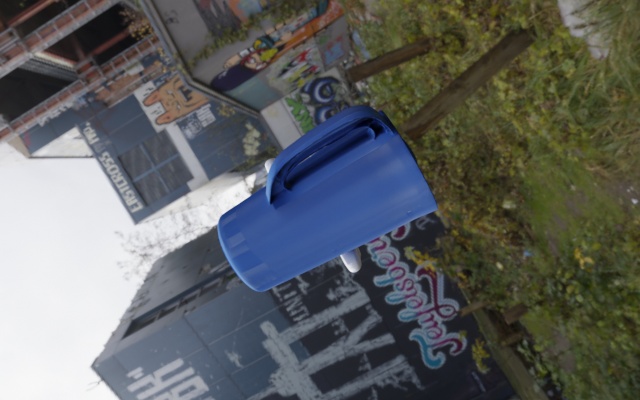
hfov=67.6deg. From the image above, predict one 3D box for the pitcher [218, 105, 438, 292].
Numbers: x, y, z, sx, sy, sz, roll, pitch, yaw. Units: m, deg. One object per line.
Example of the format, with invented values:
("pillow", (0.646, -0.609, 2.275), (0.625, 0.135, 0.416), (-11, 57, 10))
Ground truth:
("pitcher", (0.000, 0.002, 0.563), (0.243, 0.149, 0.145), (-29, 3, 6))
